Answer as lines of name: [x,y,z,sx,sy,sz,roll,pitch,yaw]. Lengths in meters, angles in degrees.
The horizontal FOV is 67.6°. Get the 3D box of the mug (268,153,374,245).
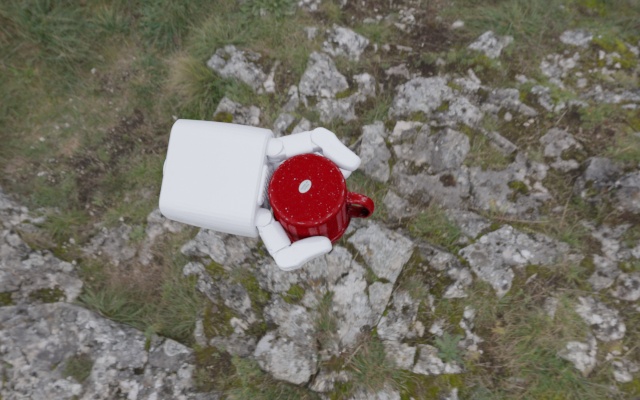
mug: [0.001,0.002,0.520,0.117,0.093,0.081,9,-17,6]
